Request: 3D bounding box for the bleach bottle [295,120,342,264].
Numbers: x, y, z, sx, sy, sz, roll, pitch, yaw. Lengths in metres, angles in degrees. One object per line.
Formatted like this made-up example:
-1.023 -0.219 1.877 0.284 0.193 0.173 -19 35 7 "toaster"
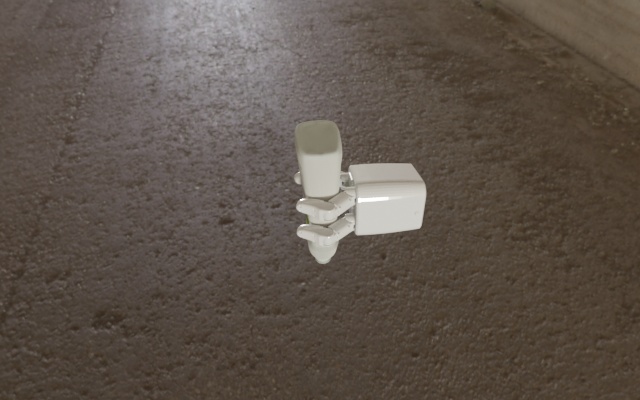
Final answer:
0.000 0.003 0.779 0.068 0.251 0.102 -5 41 -3 "bleach bottle"
